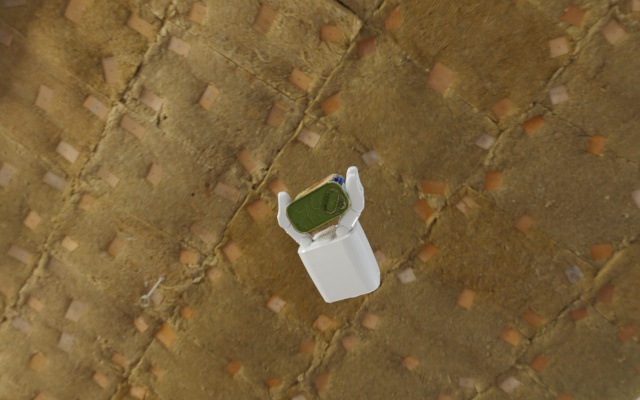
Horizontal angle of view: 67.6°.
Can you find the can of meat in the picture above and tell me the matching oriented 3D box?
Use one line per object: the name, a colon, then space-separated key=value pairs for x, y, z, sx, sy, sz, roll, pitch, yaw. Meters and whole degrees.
can of meat: x=0.000 y=0.003 z=0.792 sx=0.102 sy=0.057 sz=0.084 roll=-29 pitch=9 yaw=13
